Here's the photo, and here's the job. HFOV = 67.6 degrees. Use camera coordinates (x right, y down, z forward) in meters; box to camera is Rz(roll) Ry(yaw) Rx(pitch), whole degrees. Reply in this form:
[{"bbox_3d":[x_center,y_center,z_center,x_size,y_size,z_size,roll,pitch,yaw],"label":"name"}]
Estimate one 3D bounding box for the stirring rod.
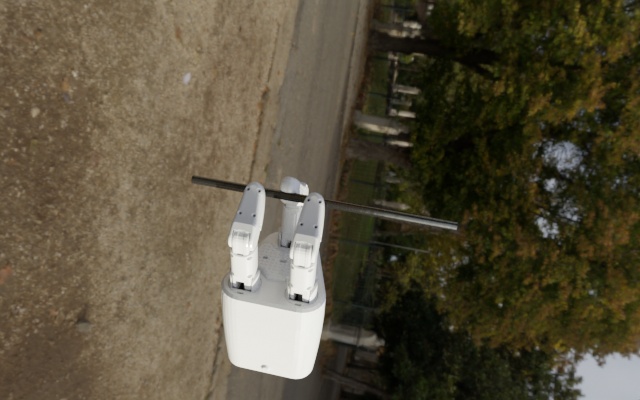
[{"bbox_3d":[0.000,0.001,0.427,0.239,0.011,0.011,10,1,7],"label":"stirring rod"}]
